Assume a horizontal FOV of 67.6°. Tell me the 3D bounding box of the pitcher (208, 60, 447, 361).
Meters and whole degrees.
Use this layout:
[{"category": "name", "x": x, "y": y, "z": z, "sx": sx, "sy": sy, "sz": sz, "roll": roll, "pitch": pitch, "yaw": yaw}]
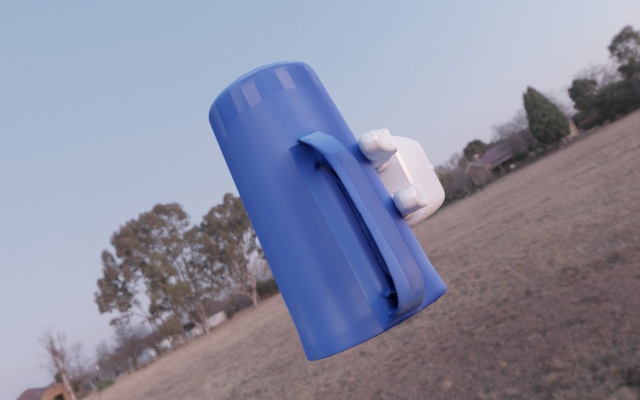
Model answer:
[{"category": "pitcher", "x": 0.000, "y": 0.001, "z": 0.416, "sx": 0.149, "sy": 0.243, "sz": 0.145, "roll": -31, "pitch": -9, "yaw": 27}]
